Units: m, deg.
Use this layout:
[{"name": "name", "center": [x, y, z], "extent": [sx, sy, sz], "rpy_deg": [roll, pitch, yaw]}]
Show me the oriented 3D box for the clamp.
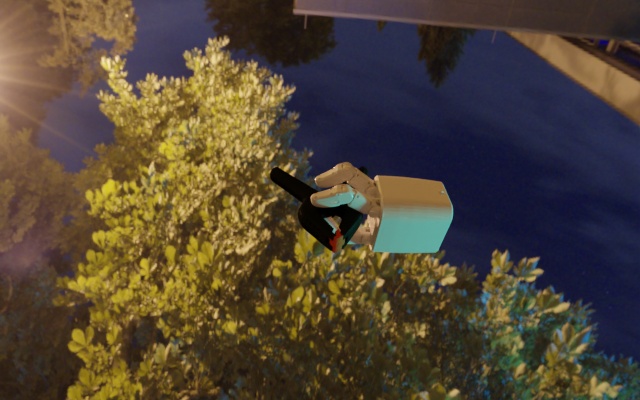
[{"name": "clamp", "center": [0.000, 0.003, 0.724], "extent": [0.164, 0.036, 0.209], "rpy_deg": [2, 33, -2]}]
